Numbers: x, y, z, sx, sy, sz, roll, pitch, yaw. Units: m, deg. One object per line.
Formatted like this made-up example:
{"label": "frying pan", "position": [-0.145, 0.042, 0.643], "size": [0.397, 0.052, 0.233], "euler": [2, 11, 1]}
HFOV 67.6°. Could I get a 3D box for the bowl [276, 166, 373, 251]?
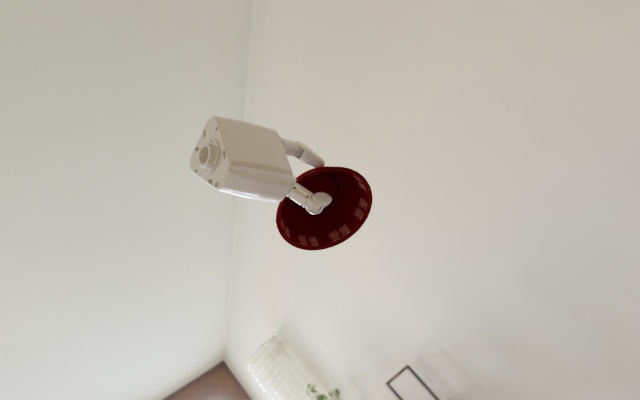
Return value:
{"label": "bowl", "position": [0.001, 0.003, 0.773], "size": [0.162, 0.162, 0.055], "euler": [0, 34, -22]}
